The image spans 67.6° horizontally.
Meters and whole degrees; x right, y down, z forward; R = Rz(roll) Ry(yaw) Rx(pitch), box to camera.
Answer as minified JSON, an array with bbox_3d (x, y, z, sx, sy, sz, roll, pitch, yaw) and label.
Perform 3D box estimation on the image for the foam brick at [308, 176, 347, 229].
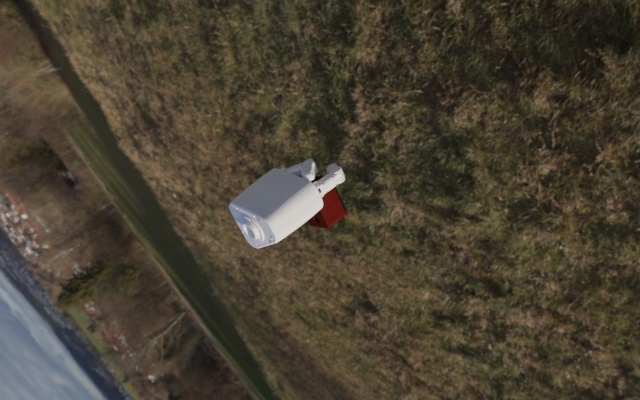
[{"bbox_3d":[0.000,0.003,0.832,0.051,0.078,0.053,-40,27,-31],"label":"foam brick"}]
